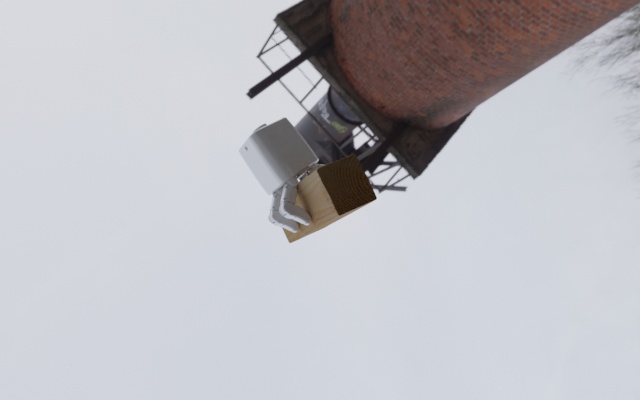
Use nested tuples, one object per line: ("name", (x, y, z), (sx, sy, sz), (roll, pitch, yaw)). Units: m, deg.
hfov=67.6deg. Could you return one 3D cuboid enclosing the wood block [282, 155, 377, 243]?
("wood block", (0.000, 0.002, 0.891), (0.091, 0.090, 0.206), (-24, -5, -32))
